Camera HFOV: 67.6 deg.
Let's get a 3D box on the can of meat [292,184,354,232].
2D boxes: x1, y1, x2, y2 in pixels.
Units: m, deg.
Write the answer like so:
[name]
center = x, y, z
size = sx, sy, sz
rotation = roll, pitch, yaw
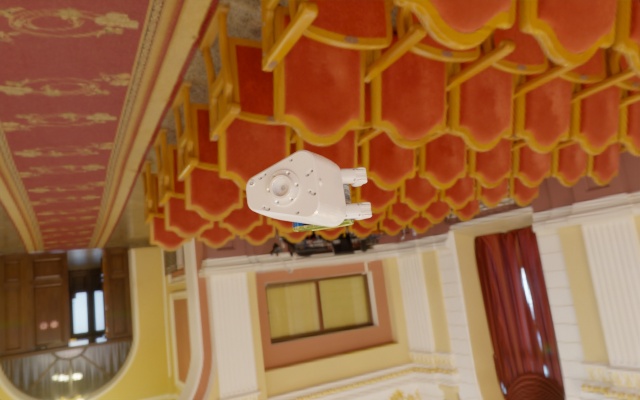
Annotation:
[can of meat]
center = 0.000, 0.003, 0.768
size = 0.102, 0.084, 0.057
rotation = -10, -10, 16
